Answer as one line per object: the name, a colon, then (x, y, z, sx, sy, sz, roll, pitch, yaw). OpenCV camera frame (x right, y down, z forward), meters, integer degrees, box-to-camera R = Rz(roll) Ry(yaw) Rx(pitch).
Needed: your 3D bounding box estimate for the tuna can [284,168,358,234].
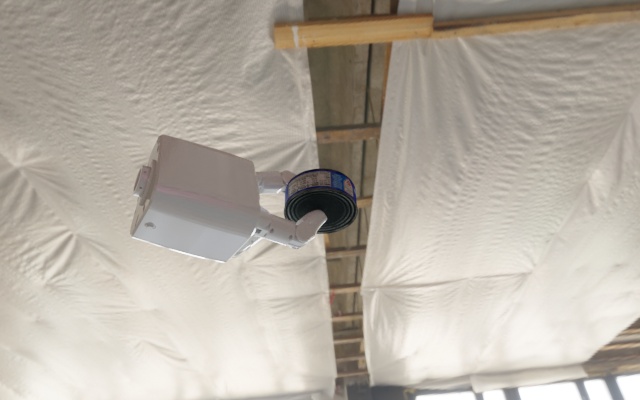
tuna can: (0.000, 0.001, 0.560, 0.086, 0.033, 0.086, -1, -39, -1)
